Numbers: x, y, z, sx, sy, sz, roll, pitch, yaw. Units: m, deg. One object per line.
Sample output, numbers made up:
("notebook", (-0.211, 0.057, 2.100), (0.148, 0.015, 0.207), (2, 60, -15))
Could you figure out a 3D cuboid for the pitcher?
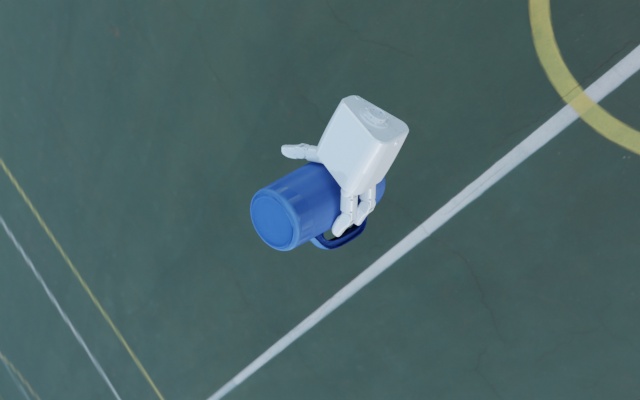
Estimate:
("pitcher", (0.000, 0.003, 0.838), (0.242, 0.149, 0.145), (-29, -23, -45))
